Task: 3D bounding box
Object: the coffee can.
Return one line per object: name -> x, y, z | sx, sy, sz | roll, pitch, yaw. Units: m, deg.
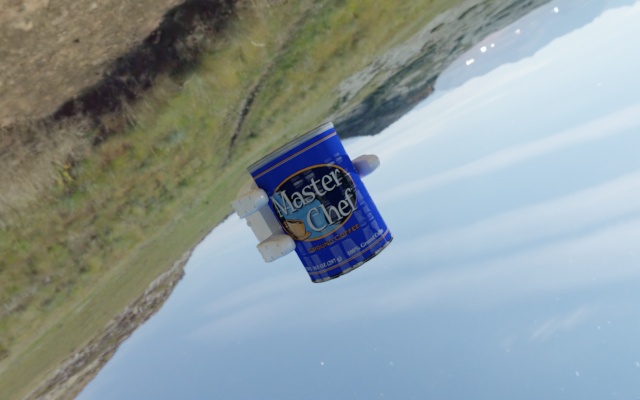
coffee can -> 0.000, 0.001, 0.512 | 0.103, 0.140, 0.103 | -29, 5, 3
